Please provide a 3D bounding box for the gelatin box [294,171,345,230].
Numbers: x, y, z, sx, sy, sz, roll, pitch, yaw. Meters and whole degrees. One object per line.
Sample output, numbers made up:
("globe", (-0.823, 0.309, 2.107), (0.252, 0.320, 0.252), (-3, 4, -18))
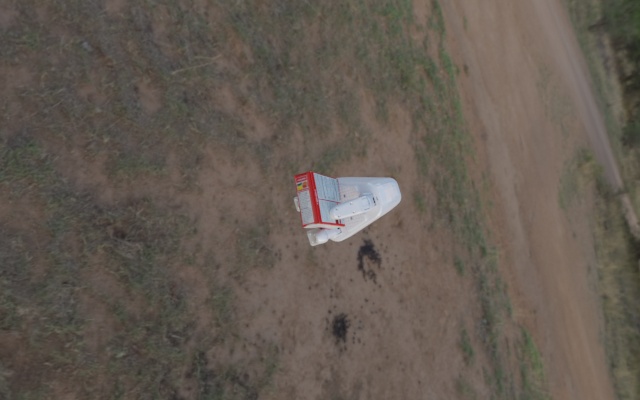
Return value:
("gelatin box", (0.000, 0.002, 0.672), (0.030, 0.073, 0.089), (-14, -11, 25))
